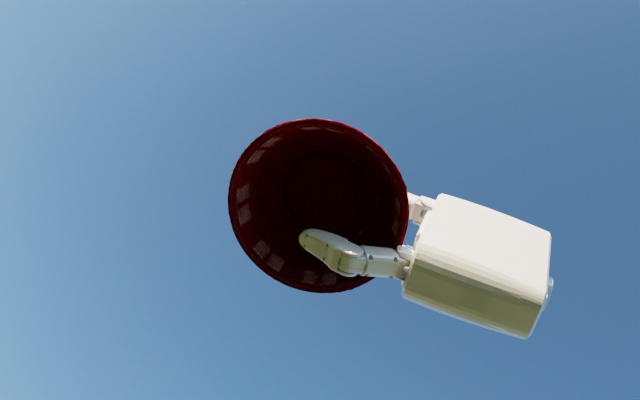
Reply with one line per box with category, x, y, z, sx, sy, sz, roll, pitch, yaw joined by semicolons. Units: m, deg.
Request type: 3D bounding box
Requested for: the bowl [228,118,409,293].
bowl;-0.001;0.001;0.439;0.162;0.162;0.055;0;19;11
